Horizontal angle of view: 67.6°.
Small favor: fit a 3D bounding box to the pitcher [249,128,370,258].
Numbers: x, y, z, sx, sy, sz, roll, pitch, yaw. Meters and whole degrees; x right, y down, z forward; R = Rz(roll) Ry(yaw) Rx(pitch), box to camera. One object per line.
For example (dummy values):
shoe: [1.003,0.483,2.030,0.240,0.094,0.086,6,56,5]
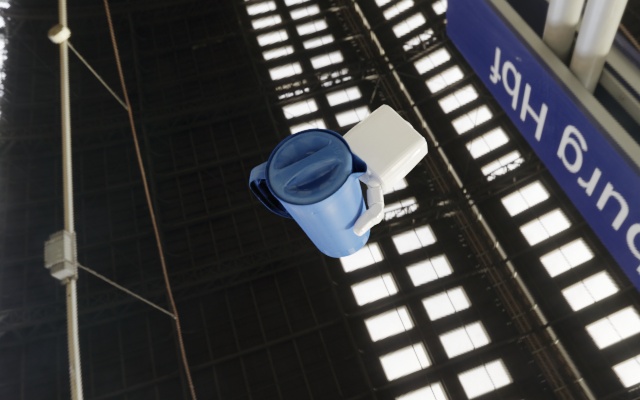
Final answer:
pitcher: [0.000,0.002,0.791,0.149,0.145,0.243,41,-11,31]
